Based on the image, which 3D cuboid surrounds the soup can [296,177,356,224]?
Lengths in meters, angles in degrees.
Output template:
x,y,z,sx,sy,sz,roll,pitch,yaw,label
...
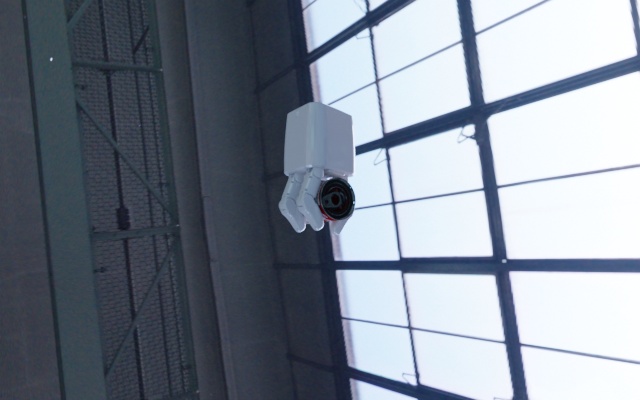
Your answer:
x,y,z,sx,sy,sz,roll,pitch,yaw,label
0.000,0.003,0.788,0.068,0.068,0.102,0,-6,-35,soup can
